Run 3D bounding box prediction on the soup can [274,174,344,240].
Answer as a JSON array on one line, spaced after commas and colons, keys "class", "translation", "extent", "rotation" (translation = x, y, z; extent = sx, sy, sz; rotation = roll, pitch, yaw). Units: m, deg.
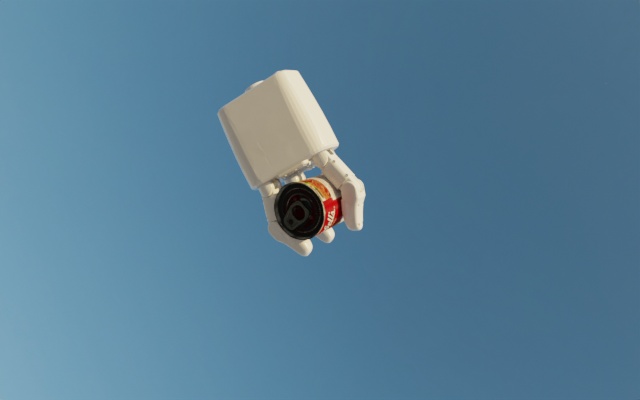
[{"class": "soup can", "translation": [0.001, 0.002, 0.580], "extent": [0.068, 0.068, 0.102], "rotation": [0, 12, 31]}]
